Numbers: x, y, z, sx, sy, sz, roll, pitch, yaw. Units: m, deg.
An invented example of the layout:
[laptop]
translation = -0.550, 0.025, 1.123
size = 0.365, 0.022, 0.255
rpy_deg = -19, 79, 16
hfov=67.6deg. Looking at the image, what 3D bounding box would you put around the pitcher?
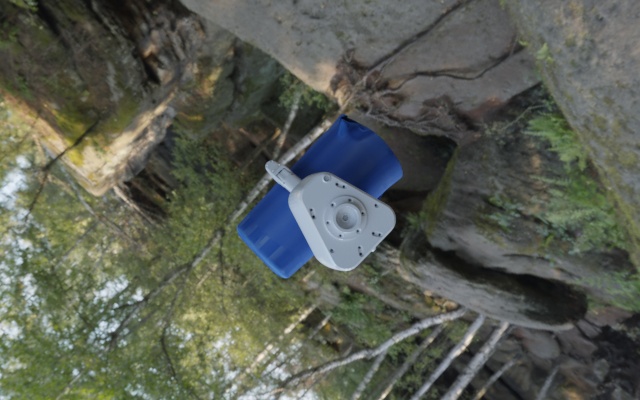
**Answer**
[pitcher]
translation = 0.000, 0.002, 0.723
size = 0.243, 0.149, 0.145
rpy_deg = -44, 8, -7
